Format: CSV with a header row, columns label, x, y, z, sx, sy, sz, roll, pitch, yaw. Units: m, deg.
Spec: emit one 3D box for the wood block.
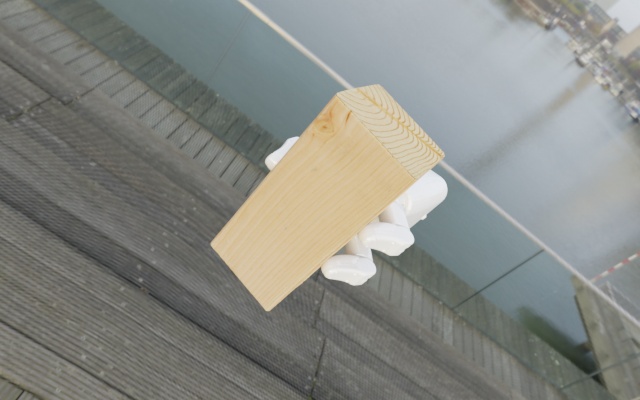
label,x,y,z,sx,sy,sz,roll,pitch,yaw
wood block,0.000,0.001,0.444,0.206,0.091,0.090,-46,-8,33
